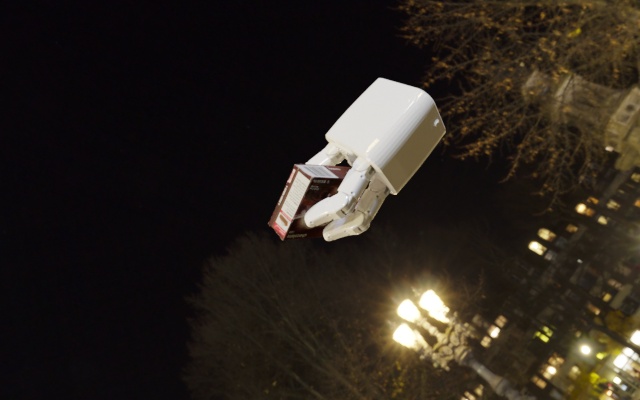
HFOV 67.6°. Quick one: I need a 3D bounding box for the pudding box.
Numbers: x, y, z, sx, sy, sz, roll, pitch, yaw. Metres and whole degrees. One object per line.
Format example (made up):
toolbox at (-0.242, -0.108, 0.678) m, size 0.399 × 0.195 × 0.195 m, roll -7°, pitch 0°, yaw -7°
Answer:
pudding box at (0.000, 0.002, 0.599) m, size 0.113 × 0.090 × 0.039 m, roll 1°, pitch 32°, yaw -46°
